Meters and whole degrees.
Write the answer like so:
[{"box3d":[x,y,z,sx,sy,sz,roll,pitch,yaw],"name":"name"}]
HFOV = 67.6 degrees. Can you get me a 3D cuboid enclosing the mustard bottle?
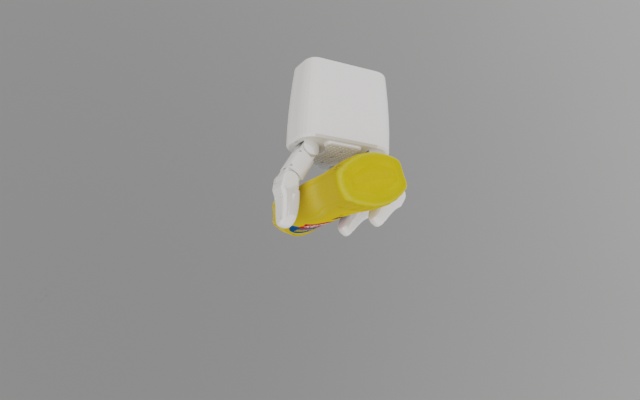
[{"box3d":[0.000,0.002,0.548,0.096,0.058,0.192,-14,-6,-39],"name":"mustard bottle"}]
